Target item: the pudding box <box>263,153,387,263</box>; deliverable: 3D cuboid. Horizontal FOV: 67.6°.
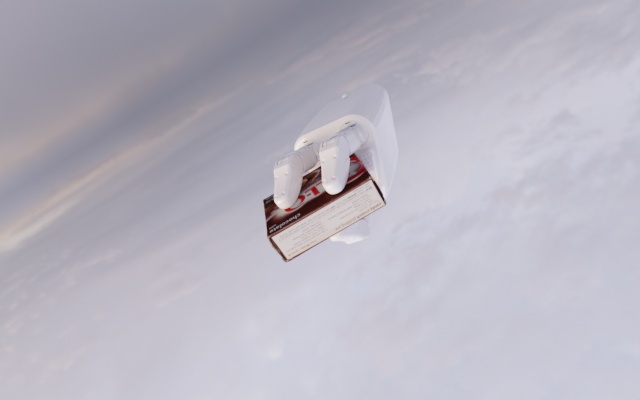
[{"bbox_3d":[0.000,0.002,0.473,0.113,0.039,0.090,-32,23,5],"label":"pudding box"}]
